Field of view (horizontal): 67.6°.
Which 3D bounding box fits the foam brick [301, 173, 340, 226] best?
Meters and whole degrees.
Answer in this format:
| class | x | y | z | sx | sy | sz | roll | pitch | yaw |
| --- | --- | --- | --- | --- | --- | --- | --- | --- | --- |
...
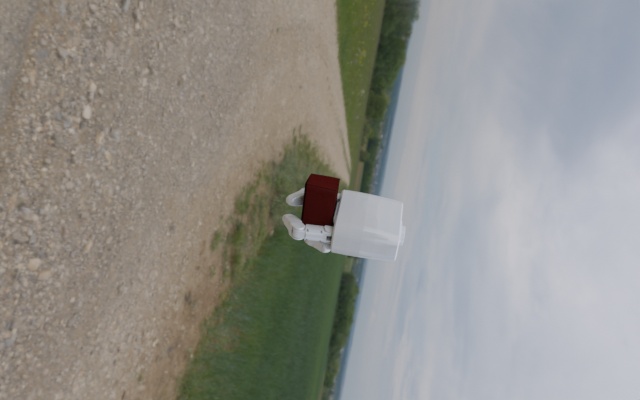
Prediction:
| class | x | y | z | sx | sy | sz | roll | pitch | yaw |
| --- | --- | --- | --- | --- | --- | --- | --- | --- | --- |
| foam brick | 0.000 | 0.002 | 0.782 | 0.051 | 0.078 | 0.053 | 10 | 26 | 6 |
